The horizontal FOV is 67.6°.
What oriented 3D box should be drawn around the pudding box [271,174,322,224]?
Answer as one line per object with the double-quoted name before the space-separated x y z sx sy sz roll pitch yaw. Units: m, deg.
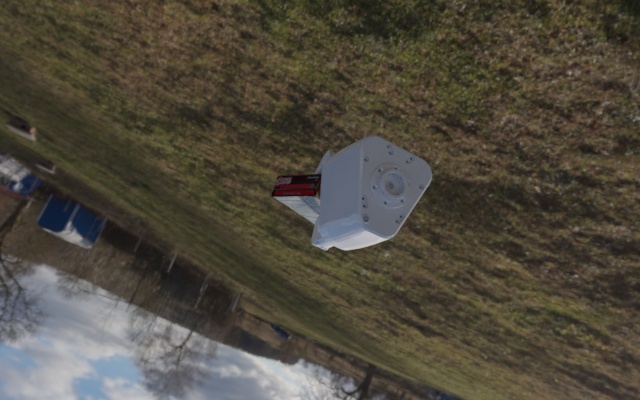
"pudding box" 0.000 0.002 0.680 0.090 0.039 0.113 2 -26 43
